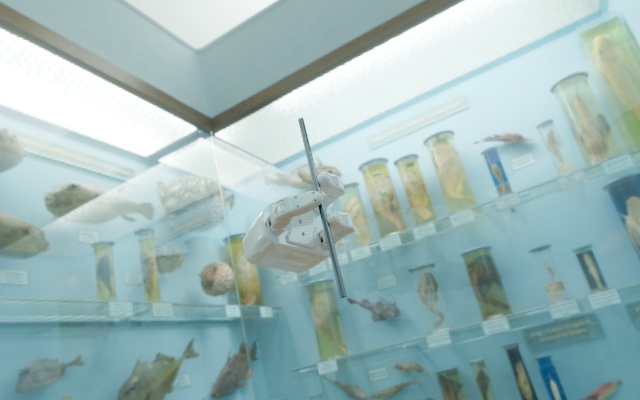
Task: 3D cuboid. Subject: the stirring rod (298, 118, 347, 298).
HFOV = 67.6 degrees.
[{"bbox_3d":[0.000,0.002,0.593,0.011,0.239,0.011,-12,-20,-4],"label":"stirring rod"}]
